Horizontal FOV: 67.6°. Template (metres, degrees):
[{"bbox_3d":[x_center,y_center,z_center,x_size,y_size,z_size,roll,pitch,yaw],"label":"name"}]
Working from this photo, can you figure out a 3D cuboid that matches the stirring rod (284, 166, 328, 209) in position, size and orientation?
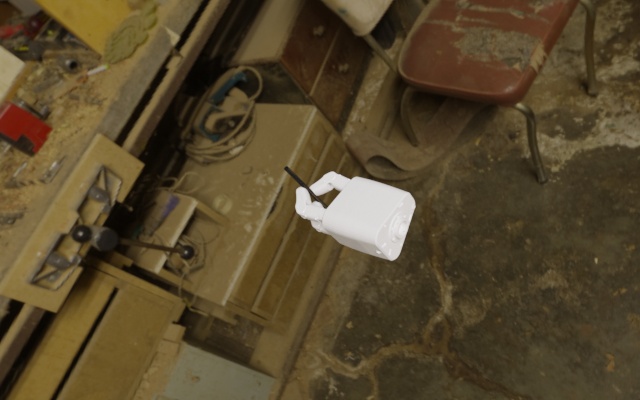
[{"bbox_3d":[0.000,0.003,0.874,0.011,0.011,0.240,0,-28,32],"label":"stirring rod"}]
